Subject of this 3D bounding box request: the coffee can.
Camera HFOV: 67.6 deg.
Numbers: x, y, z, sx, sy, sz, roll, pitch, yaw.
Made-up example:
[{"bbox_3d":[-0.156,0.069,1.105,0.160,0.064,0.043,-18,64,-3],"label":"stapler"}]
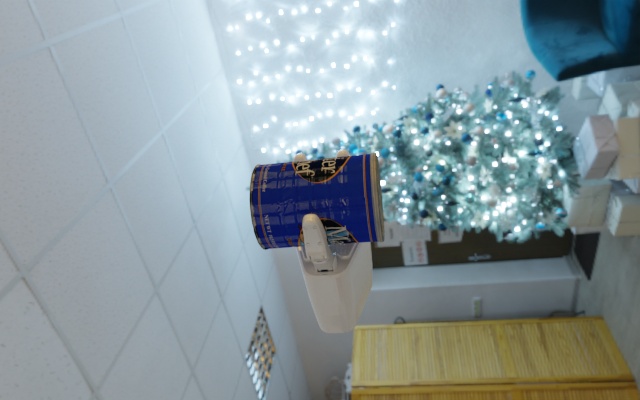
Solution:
[{"bbox_3d":[0.000,0.002,0.556,0.140,0.103,0.103,-5,-1,9],"label":"coffee can"}]
